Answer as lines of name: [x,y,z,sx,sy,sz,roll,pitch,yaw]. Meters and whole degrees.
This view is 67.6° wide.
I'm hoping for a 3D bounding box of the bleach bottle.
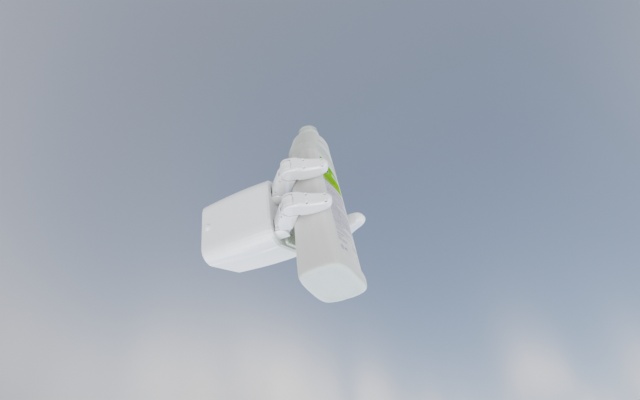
bleach bottle: [0.000,0.002,0.646,0.068,0.250,0.103,-20,-38,15]
